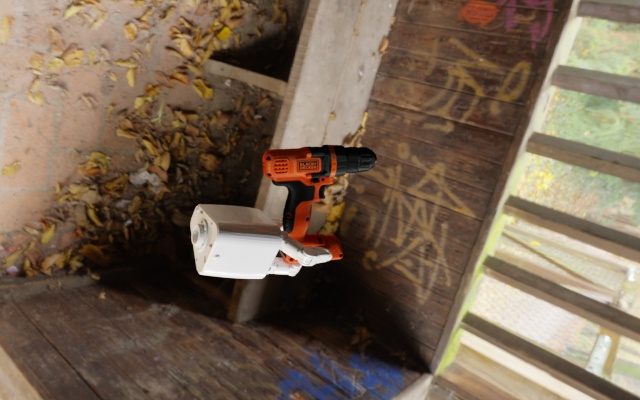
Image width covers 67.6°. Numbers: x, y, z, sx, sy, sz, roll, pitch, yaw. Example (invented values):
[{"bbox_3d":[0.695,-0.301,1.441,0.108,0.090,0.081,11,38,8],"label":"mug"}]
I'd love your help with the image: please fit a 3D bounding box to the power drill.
[{"bbox_3d":[0.000,0.003,0.775,0.184,0.188,0.057,-3,15,-12],"label":"power drill"}]
